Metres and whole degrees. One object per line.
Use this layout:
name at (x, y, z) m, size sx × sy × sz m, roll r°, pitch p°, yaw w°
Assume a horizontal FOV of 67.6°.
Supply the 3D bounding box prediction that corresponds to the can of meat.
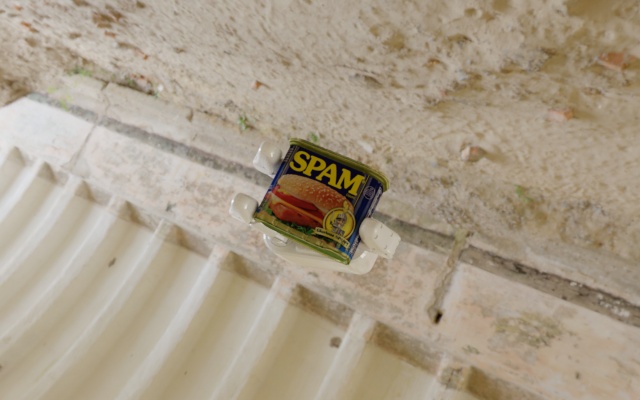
can of meat at (0.000, 0.002, 0.443) m, size 0.102 × 0.084 × 0.057 m, roll 24°, pitch -11°, yaw 15°
